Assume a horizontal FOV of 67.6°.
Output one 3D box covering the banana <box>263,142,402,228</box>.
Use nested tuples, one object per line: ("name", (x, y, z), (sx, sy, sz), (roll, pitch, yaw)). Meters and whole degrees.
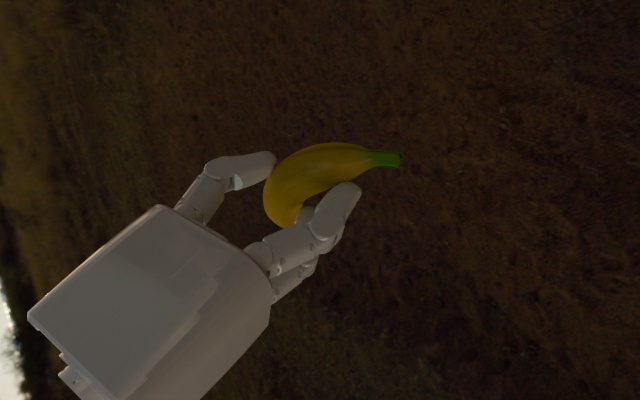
("banana", (-0.014, -0.007, 0.410), (0.069, 0.037, 0.198), (26, -24, -18))
